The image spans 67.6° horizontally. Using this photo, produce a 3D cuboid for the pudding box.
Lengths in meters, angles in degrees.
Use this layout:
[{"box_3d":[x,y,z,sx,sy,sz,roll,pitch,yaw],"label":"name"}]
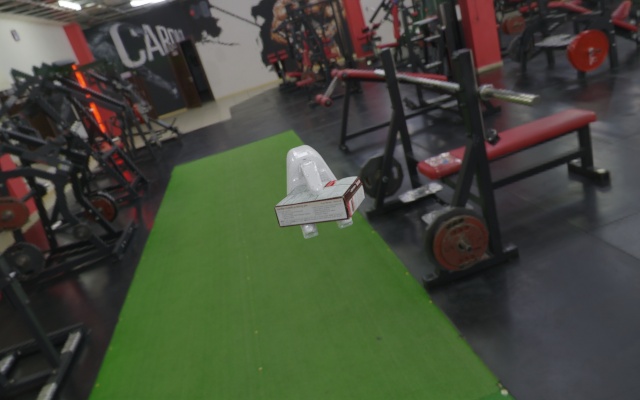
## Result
[{"box_3d":[0.000,0.002,0.707,0.113,0.039,0.090,-10,18,24],"label":"pudding box"}]
